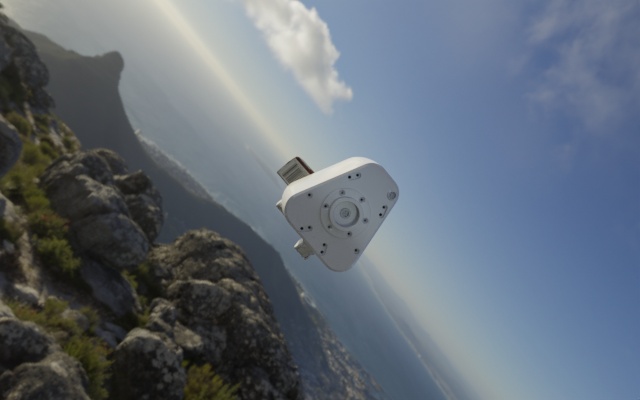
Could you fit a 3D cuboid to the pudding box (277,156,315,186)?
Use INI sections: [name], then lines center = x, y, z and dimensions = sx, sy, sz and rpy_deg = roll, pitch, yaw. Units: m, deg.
[pudding box]
center = 0.000, 0.002, 0.641
dimensions = 0.039, 0.113, 0.090
rpy_deg = -39, -21, 2
